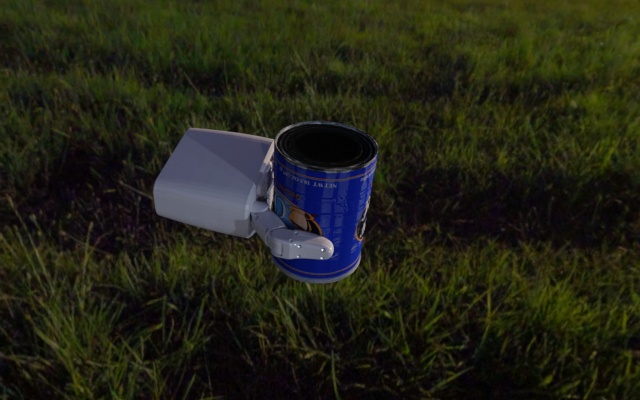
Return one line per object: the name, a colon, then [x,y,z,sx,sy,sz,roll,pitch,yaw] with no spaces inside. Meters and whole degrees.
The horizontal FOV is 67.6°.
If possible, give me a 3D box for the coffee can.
coffee can: [0.000,0.002,0.503,0.103,0.140,0.102,4,34,-3]
